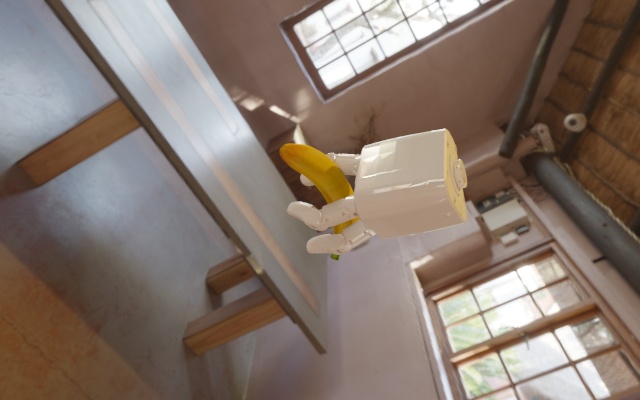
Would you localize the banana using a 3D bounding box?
[{"bbox_3d":[0.011,-0.008,0.617,0.037,0.198,0.069,7,47,37],"label":"banana"}]
